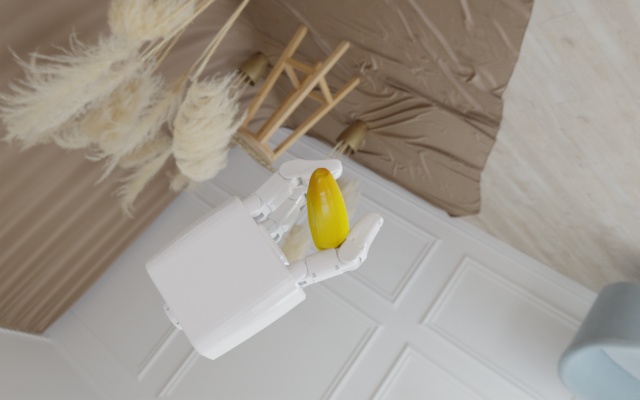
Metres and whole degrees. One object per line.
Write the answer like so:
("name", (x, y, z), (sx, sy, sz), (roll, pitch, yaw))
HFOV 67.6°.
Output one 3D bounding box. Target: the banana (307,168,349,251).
("banana", (0.006, 0.020, 0.471), (0.037, 0.069, 0.198), (-17, -7, -1))
